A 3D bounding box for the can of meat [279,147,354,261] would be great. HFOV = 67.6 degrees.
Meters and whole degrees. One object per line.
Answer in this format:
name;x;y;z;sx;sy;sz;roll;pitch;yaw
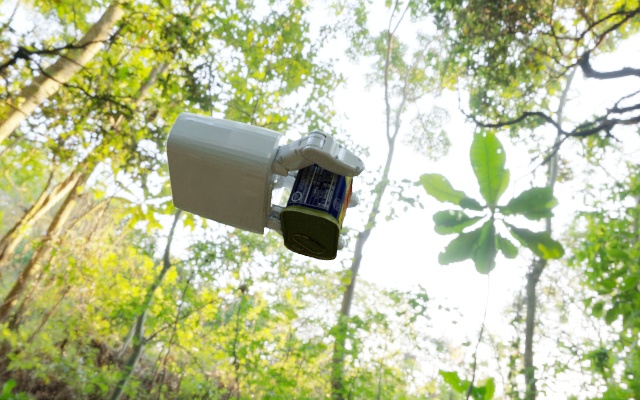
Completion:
can of meat;0.000;0.001;0.482;0.057;0.084;0.102;13;-28;7
